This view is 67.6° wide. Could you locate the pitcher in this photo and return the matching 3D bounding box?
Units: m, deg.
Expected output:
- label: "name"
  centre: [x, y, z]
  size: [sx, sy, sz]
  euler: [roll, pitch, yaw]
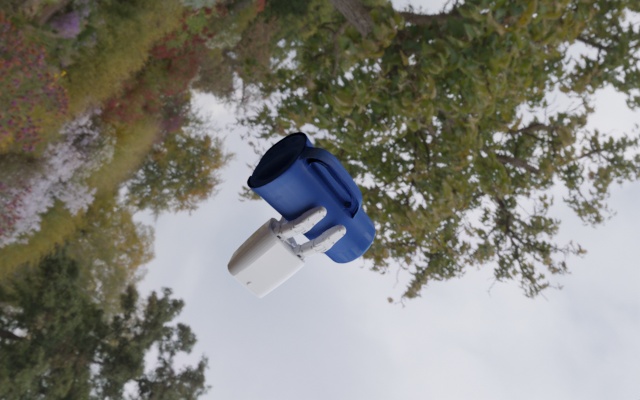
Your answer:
- label: "pitcher"
  centre: [0.000, 0.003, 0.858]
  size: [0.243, 0.145, 0.149]
  euler: [47, 5, -27]
